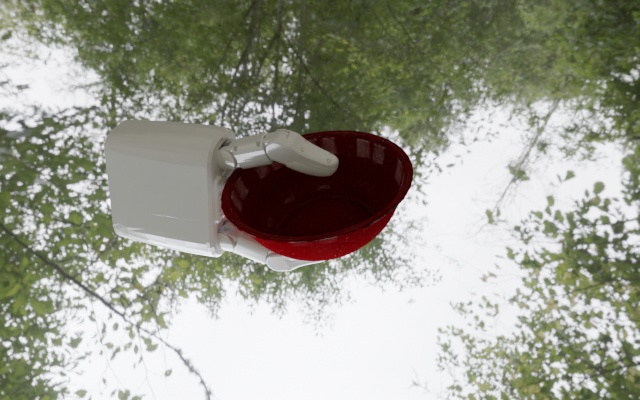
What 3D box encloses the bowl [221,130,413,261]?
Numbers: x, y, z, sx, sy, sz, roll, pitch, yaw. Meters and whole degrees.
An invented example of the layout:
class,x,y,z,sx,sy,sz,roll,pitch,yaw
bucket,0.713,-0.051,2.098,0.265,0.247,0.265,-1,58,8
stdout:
class,x,y,z,sx,sy,sz,roll,pitch,yaw
bowl,0.001,0.002,0.412,0.162,0.055,0.162,-8,35,6
